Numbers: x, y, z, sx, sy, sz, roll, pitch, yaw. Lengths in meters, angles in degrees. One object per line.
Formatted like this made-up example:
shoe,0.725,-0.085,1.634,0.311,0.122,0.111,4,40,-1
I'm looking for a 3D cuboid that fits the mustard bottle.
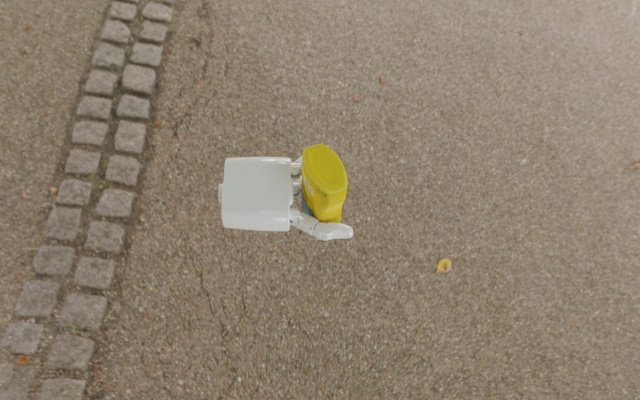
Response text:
mustard bottle,0.000,0.002,0.779,0.058,0.096,0.192,-20,-30,-17
